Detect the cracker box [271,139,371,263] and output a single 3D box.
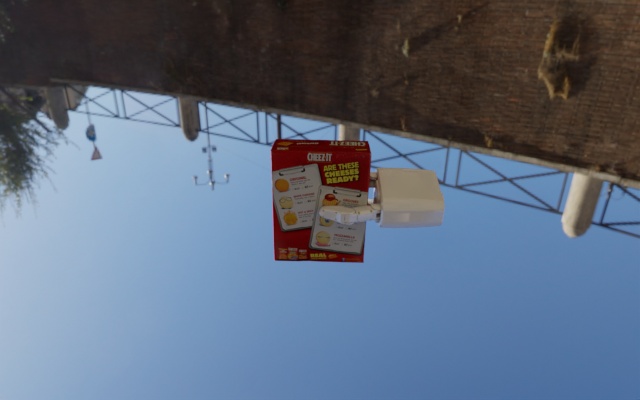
[{"bbox_3d":[0.000,0.003,0.836,0.164,0.214,0.072,1,26,1],"label":"cracker box"}]
